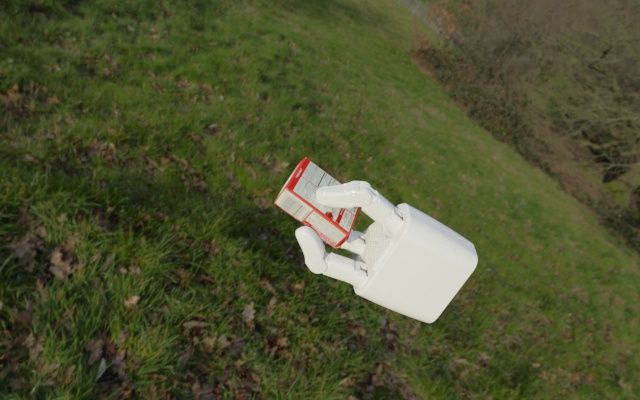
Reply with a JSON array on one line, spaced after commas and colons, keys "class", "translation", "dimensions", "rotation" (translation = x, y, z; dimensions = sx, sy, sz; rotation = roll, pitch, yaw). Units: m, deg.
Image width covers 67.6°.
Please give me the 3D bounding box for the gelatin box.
[{"class": "gelatin box", "translation": [0.000, 0.001, 0.543], "dimensions": [0.089, 0.030, 0.073], "rotation": [37, 36, -8]}]
